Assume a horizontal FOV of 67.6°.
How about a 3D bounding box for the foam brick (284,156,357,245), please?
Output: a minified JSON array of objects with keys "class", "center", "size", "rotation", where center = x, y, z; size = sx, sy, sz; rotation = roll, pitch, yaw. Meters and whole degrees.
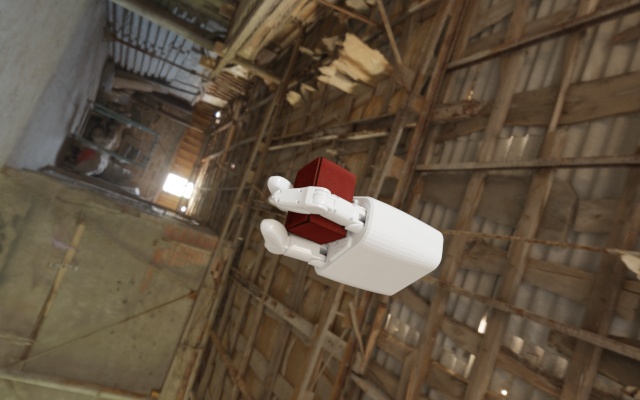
[{"class":"foam brick","center":[0.000,0.001,0.531],"size":[0.051,0.078,0.053],"rotation":[23,-26,-25]}]
